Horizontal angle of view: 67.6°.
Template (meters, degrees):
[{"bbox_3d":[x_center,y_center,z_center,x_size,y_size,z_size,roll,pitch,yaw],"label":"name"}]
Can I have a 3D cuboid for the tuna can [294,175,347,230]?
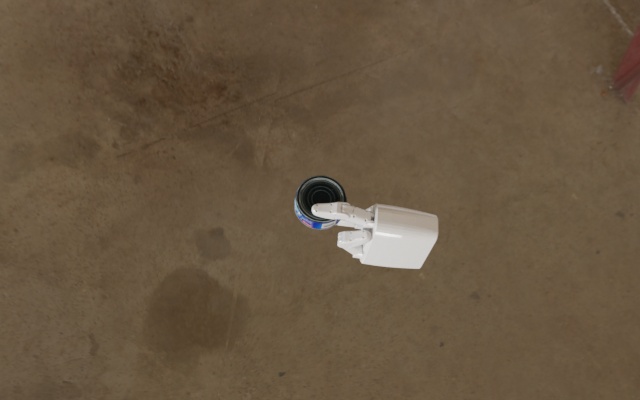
[{"bbox_3d":[0.000,0.002,0.784,0.086,0.086,0.034,0,-22,-6],"label":"tuna can"}]
